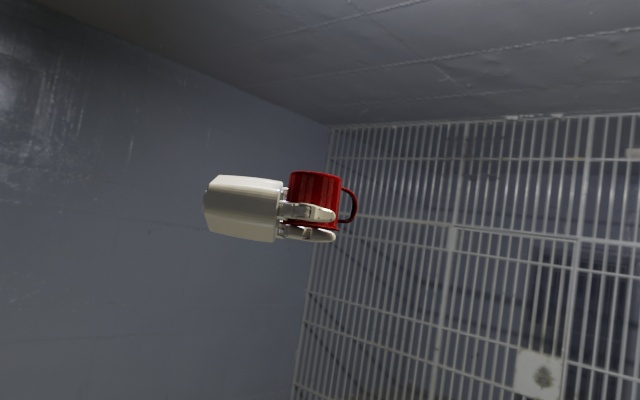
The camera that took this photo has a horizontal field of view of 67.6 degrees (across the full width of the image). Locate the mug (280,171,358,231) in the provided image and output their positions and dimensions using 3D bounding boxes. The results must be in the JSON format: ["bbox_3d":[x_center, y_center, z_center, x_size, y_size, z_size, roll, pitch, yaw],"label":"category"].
[{"bbox_3d":[0.002,0.002,0.737,0.117,0.081,0.093,8,-5,-4],"label":"mug"}]
